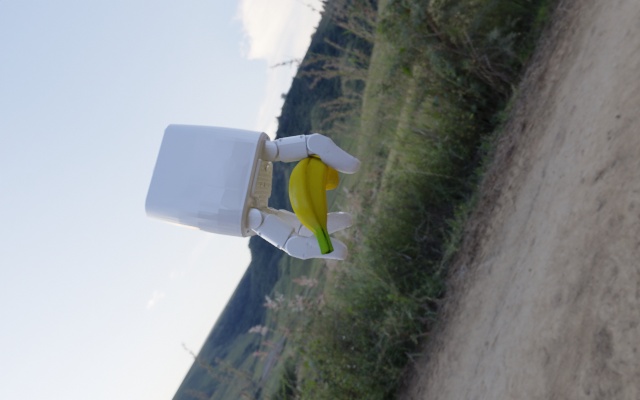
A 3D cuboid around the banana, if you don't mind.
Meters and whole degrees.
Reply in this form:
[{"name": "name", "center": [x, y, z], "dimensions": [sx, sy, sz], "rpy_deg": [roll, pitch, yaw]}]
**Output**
[{"name": "banana", "center": [-0.005, -0.014, 0.506], "dimensions": [0.037, 0.070, 0.197], "rpy_deg": [-12, 20, 10]}]
